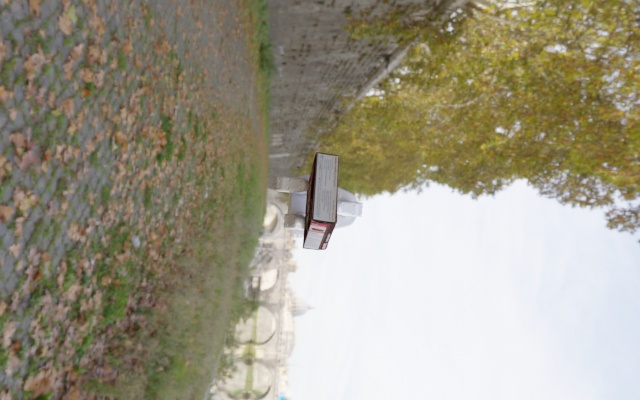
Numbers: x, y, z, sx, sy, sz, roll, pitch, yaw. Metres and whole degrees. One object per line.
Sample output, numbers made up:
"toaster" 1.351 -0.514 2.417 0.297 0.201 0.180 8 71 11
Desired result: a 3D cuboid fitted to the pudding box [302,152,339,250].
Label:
"pudding box" 0.000 0.002 0.678 0.039 0.113 0.090 5 -30 -7
